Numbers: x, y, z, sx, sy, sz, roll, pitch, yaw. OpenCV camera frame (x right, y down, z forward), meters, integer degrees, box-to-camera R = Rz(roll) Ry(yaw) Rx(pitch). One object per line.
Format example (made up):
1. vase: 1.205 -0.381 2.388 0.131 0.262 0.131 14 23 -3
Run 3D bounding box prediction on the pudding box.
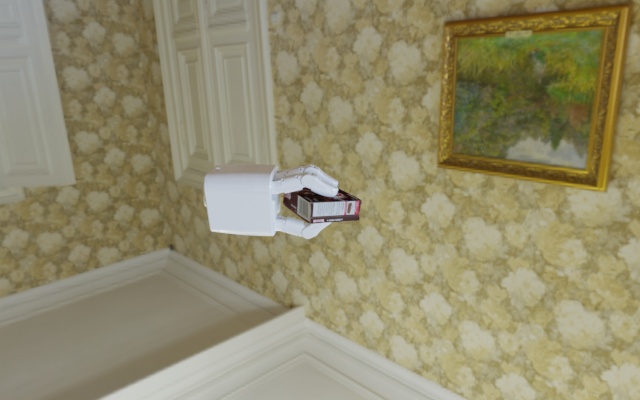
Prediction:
1. pudding box: 0.000 0.003 0.772 0.090 0.039 0.113 -4 19 -26
